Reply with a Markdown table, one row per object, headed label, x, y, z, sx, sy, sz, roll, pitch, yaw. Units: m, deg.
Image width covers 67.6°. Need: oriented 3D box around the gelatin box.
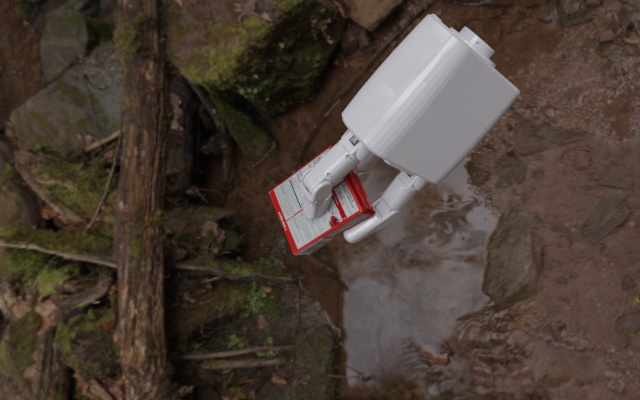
| label | x | y | z | sx | sy | sz | roll | pitch | yaw |
| --- | --- | --- | --- | --- | --- | --- | --- | --- | --- |
| gelatin box | 0.000 | 0.002 | 0.466 | 0.089 | 0.073 | 0.030 | -34 | -22 | 26 |
